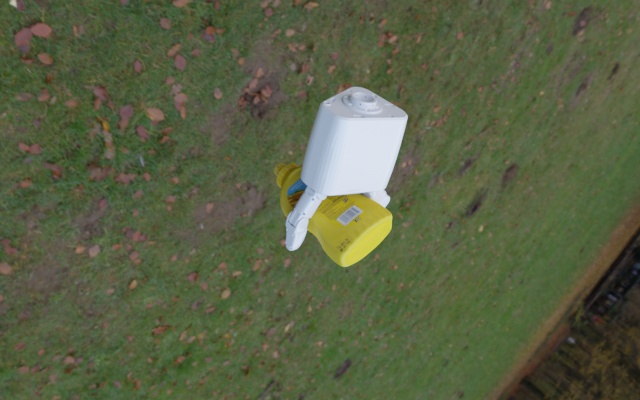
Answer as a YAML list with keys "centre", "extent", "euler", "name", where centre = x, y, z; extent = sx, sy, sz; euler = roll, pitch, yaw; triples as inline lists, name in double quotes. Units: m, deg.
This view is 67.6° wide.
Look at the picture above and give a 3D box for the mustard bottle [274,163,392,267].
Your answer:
- centre: [0.000, 0.003, 0.663]
  extent: [0.096, 0.058, 0.191]
  euler: [-38, 56, -21]
  name: "mustard bottle"
